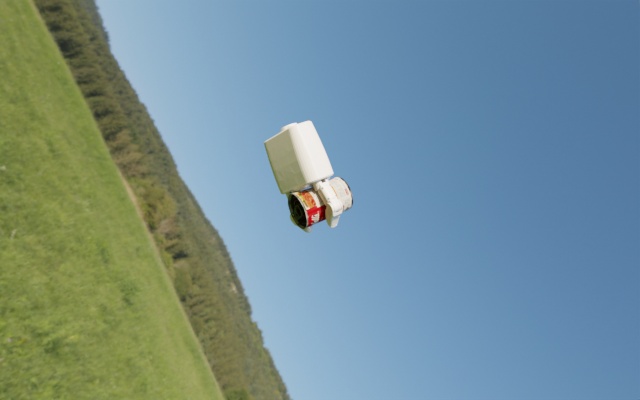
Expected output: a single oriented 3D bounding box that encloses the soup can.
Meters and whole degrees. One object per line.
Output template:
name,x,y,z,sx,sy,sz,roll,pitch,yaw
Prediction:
soup can,0.001,0.003,0.880,0.102,0.068,0.068,-22,10,-26
